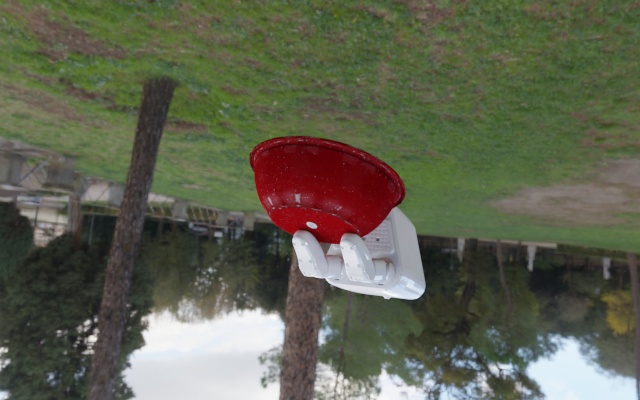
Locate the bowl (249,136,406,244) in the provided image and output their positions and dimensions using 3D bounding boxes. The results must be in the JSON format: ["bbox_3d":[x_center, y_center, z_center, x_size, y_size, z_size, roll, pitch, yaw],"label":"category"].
[{"bbox_3d":[-0.001,0.001,0.475,0.162,0.055,0.162,13,-23,5],"label":"bowl"}]
